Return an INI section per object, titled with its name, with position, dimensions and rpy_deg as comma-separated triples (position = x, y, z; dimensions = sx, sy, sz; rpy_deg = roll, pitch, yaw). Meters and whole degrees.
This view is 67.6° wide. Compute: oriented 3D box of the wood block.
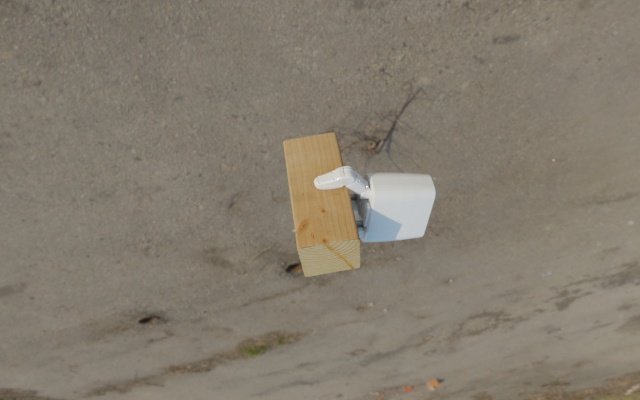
[wood block]
position = 0.001, 0.002, 0.755
dimensions = 0.090, 0.206, 0.091
rpy_deg = -9, -35, -1
